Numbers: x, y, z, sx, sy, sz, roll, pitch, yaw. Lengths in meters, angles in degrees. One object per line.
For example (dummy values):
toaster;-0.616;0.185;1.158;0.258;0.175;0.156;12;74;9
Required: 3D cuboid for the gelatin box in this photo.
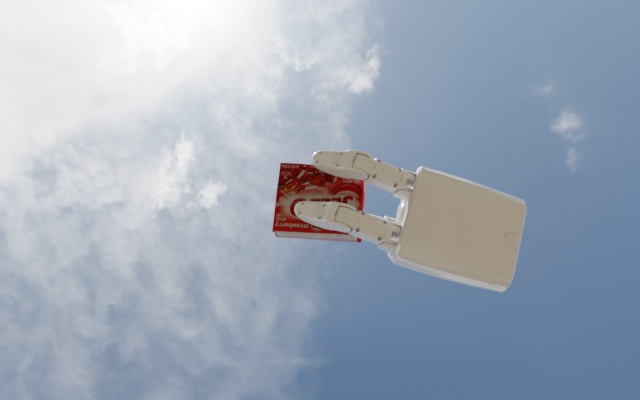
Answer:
gelatin box;0.000;0.002;0.482;0.089;0.073;0.030;3;-19;6
